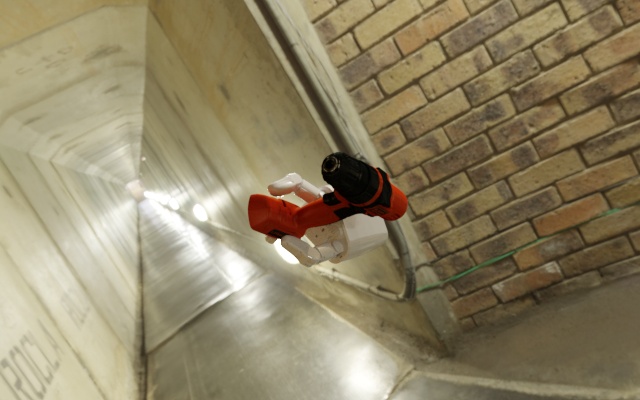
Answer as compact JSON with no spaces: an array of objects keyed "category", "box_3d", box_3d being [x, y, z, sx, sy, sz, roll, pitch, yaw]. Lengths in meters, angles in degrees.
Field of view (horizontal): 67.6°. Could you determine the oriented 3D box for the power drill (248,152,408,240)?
[{"category":"power drill","box_3d":[0.000,0.002,0.621,0.187,0.057,0.184,-14,-24,29]}]
